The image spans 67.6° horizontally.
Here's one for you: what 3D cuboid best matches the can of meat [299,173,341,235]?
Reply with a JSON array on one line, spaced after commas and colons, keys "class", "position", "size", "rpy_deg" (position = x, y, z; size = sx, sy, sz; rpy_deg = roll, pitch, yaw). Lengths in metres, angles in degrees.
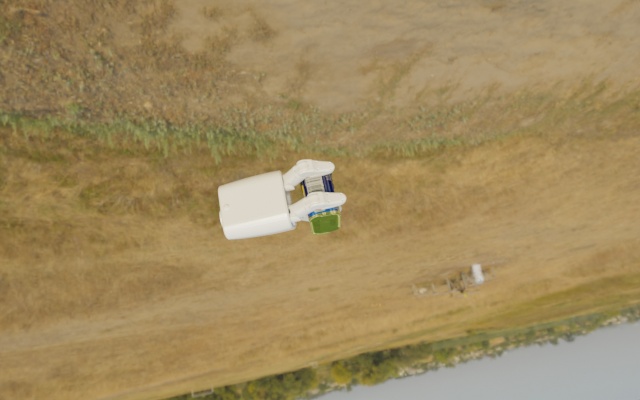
[{"class": "can of meat", "position": [0.000, 0.003, 0.794], "size": [0.057, 0.084, 0.102], "rpy_deg": [-12, -21, -1]}]
